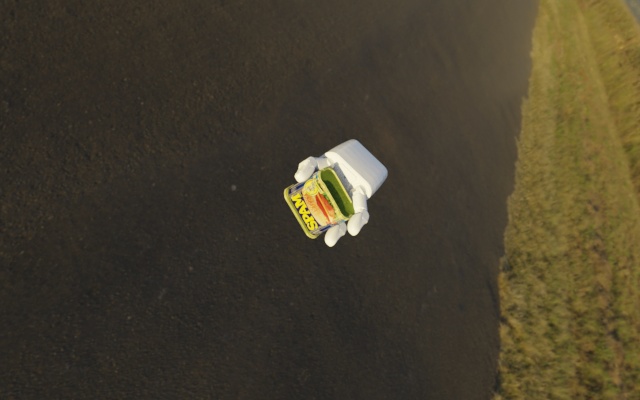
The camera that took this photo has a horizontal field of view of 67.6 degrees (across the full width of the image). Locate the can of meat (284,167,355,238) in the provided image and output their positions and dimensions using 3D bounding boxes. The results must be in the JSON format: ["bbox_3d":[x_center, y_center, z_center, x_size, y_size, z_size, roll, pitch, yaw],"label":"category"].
[{"bbox_3d":[0.000,0.003,0.829,0.084,0.102,0.057,-28,3,34],"label":"can of meat"}]
